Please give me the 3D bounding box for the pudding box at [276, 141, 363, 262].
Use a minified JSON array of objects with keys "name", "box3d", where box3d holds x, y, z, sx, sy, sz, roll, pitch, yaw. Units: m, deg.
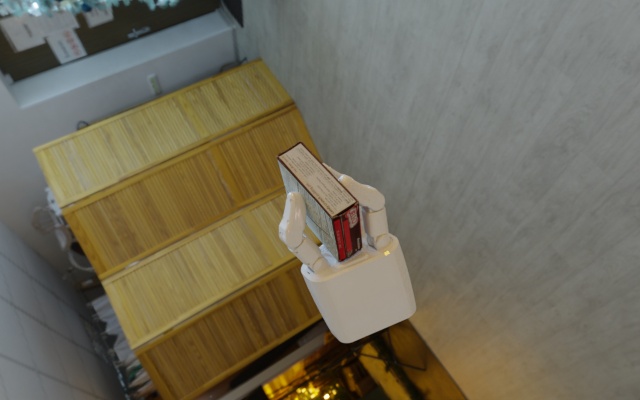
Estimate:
[{"name":"pudding box","box3d":[0.000,0.002,0.531,0.039,0.113,0.090,-33,-34,-17]}]
